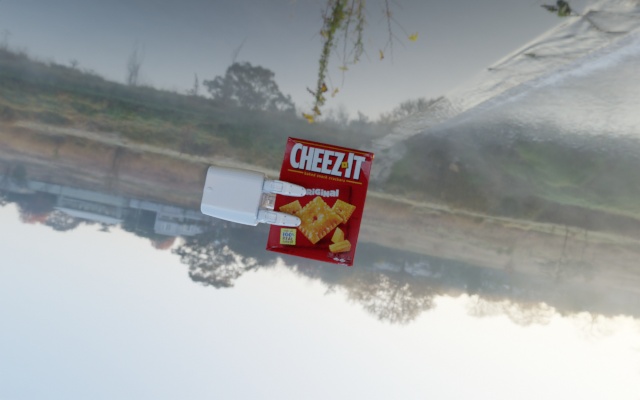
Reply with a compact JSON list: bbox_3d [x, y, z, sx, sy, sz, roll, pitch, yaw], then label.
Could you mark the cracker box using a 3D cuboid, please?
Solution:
[{"bbox_3d":[0.000,0.003,0.890,0.164,0.213,0.072,11,-1,2],"label":"cracker box"}]
